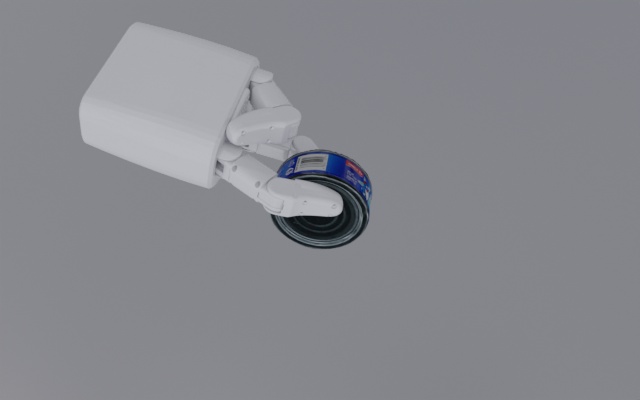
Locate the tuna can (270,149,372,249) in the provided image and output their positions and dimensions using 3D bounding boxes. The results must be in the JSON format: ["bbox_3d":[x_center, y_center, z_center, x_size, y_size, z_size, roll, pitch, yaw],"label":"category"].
[{"bbox_3d":[0.000,0.002,0.402,0.086,0.086,0.033,0,41,10],"label":"tuna can"}]
